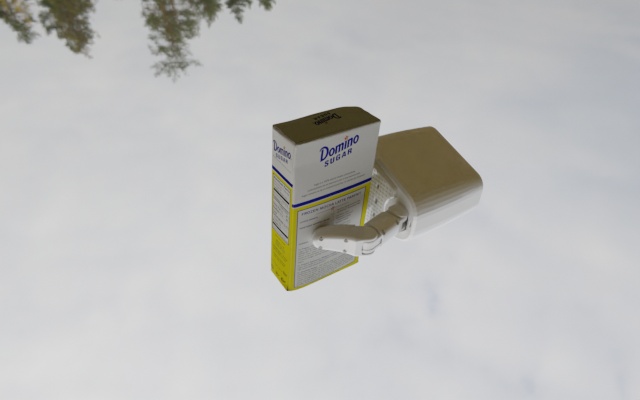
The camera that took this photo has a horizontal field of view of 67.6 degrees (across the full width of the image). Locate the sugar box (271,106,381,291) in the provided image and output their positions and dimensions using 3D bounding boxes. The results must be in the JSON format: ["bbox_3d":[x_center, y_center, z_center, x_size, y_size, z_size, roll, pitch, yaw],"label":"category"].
[{"bbox_3d":[0.000,0.001,0.463,0.093,0.176,0.048,-19,41,-30],"label":"sugar box"}]
